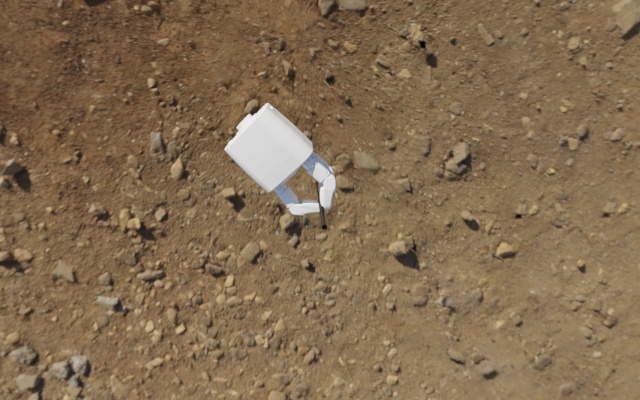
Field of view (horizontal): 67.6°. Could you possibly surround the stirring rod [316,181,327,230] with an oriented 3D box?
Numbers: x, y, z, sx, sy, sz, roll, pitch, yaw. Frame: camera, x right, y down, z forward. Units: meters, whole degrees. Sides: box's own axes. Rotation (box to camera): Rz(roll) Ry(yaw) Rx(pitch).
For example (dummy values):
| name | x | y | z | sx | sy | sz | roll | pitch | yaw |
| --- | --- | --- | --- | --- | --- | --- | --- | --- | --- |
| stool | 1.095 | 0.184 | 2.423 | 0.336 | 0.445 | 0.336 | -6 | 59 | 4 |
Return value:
| name | x | y | z | sx | sy | sz | roll | pitch | yaw |
| --- | --- | --- | --- | --- | --- | --- | --- | --- | --- |
| stirring rod | 0.000 | 0.003 | 0.837 | 0.011 | 0.011 | 0.239 | 0 | 18 | -3 |
